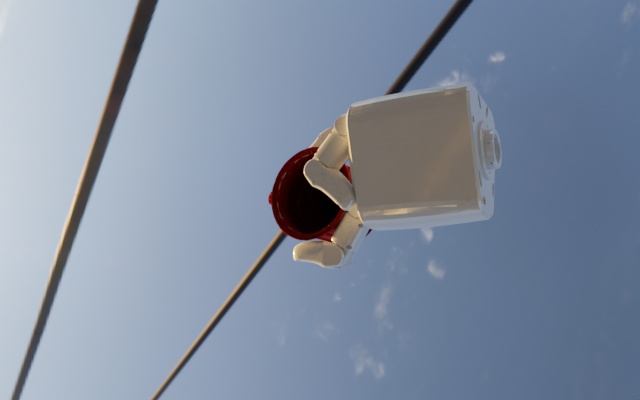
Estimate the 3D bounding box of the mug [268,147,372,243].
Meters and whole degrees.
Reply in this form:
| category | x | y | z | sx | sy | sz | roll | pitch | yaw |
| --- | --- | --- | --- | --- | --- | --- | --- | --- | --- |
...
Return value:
| category | x | y | z | sx | sy | sz | roll | pitch | yaw |
| --- | --- | --- | --- | --- | --- | --- | --- | --- | --- |
| mug | -0.001 | 0.002 | 0.501 | 0.117 | 0.093 | 0.081 | -4 | -14 | 33 |
